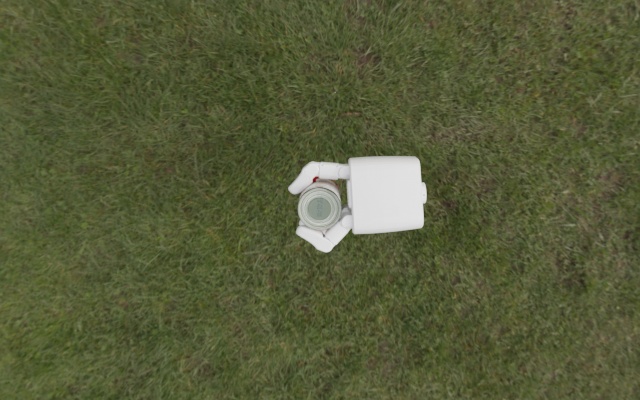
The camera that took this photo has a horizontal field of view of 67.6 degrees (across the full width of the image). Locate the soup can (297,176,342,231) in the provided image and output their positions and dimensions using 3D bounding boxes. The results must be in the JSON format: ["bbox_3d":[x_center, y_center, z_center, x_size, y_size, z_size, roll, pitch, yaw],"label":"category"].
[{"bbox_3d":[0.000,0.002,0.752,0.068,0.068,0.102,0,13,2],"label":"soup can"}]
